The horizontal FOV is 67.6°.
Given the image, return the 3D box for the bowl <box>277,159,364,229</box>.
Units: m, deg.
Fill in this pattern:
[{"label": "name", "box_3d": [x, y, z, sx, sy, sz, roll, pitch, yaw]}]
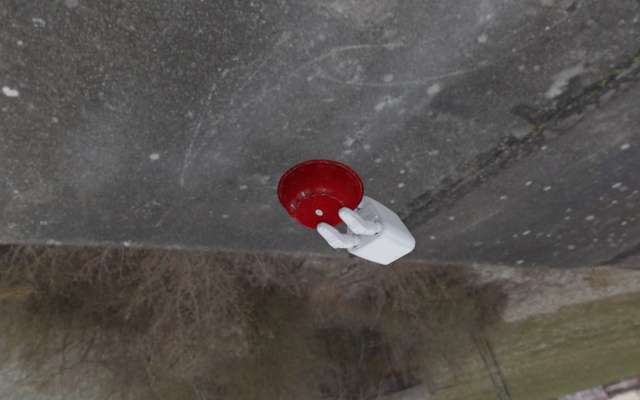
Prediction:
[{"label": "bowl", "box_3d": [-0.001, 0.003, 0.868, 0.162, 0.055, 0.162, 0, -45, 0]}]
